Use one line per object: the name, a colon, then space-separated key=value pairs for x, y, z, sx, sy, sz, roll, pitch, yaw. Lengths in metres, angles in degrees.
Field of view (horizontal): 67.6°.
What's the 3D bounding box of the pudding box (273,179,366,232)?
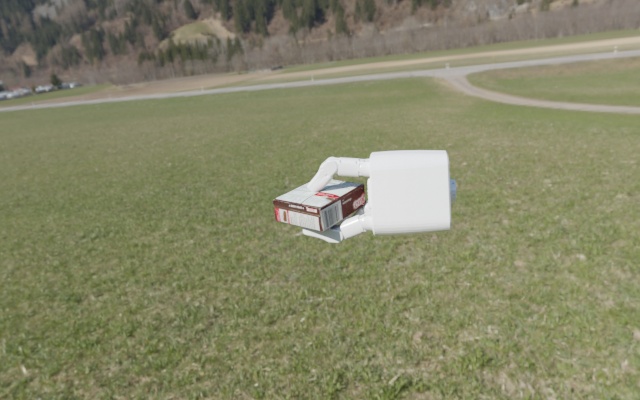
pudding box: x=0.000 y=0.002 z=0.704 sx=0.090 sy=0.039 sz=0.113 roll=10 pitch=24 yaw=37
